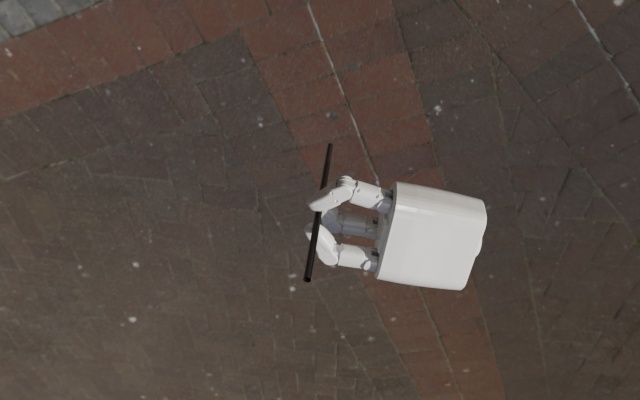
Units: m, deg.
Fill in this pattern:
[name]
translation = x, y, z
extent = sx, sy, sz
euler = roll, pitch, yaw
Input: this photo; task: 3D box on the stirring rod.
[stirring rod]
translation = 0.000, 0.002, 0.570
extent = 0.011, 0.011, 0.239
euler = 0, 40, 9
